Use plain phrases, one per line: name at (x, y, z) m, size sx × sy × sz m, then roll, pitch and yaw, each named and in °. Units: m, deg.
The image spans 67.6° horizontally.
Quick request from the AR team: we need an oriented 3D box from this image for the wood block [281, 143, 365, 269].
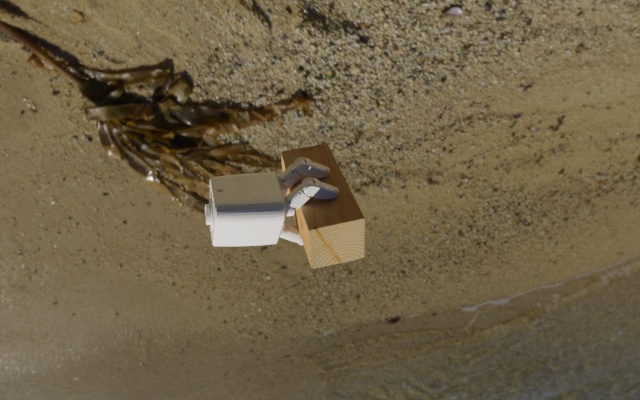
wood block at (0.000, 0.003, 0.805) m, size 0.090 × 0.091 × 0.206 m, roll -12°, pitch 42°, yaw -10°
